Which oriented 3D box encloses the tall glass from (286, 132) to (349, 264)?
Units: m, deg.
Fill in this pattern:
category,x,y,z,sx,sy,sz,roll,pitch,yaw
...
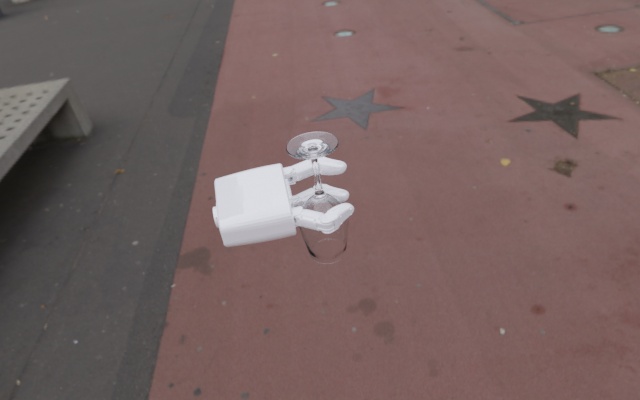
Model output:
category,x,y,z,sx,sy,sz,roll,pitch,yaw
tall glass,0.000,0.002,0.721,0.079,0.201,0.079,-6,36,4
